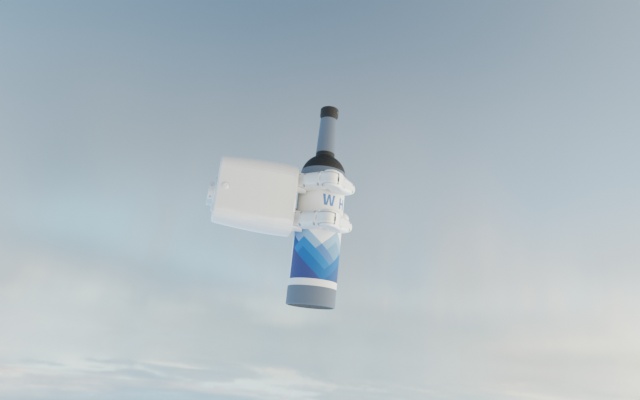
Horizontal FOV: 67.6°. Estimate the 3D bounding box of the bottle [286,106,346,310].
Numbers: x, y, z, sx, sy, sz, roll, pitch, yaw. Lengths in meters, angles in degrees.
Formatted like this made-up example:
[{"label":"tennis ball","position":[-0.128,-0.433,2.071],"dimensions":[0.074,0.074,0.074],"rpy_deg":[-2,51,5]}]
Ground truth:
[{"label":"bottle","position":[0.000,0.003,0.683],"dimensions":[0.069,0.295,0.069],"rpy_deg":[5,-17,2]}]
